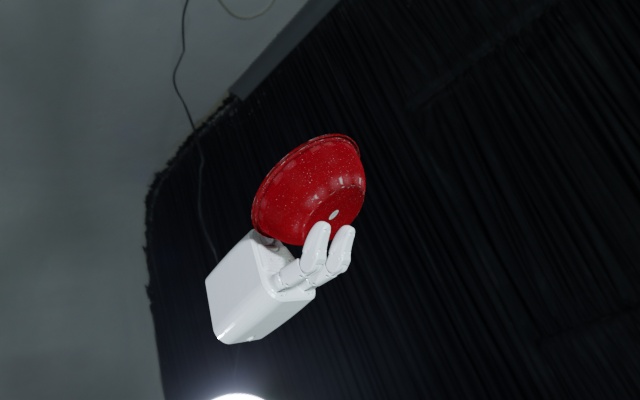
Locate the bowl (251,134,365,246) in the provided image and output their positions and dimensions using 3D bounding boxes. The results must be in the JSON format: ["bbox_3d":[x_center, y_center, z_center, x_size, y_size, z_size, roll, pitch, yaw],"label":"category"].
[{"bbox_3d":[0.001,0.001,0.570,0.162,0.162,0.055,0,38,-50],"label":"bowl"}]
